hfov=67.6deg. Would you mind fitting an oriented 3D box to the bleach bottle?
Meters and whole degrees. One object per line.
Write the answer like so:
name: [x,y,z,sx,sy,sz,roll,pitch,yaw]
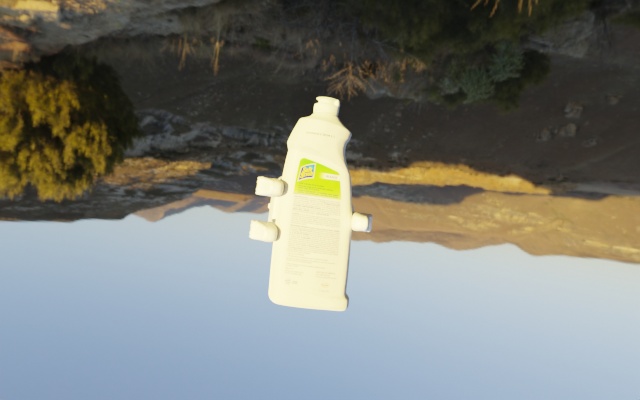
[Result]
bleach bottle: [0.000,0.002,0.587,0.102,0.251,0.068,8,1,-11]
